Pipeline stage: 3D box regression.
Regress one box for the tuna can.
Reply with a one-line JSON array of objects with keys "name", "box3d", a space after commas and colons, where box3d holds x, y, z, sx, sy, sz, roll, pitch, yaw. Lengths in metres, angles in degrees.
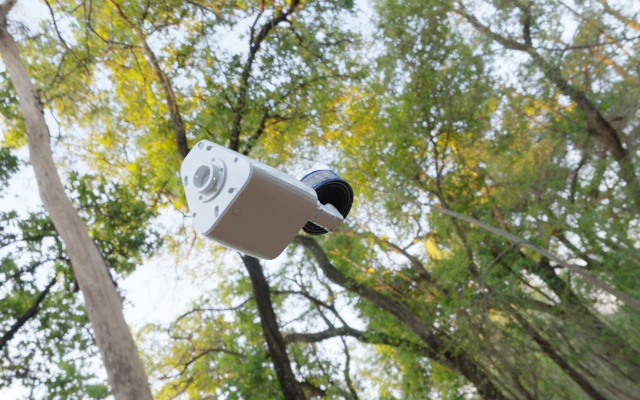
[{"name": "tuna can", "box3d": [0.000, 0.002, 0.634, 0.086, 0.086, 0.033, 0, 31, -39]}]
